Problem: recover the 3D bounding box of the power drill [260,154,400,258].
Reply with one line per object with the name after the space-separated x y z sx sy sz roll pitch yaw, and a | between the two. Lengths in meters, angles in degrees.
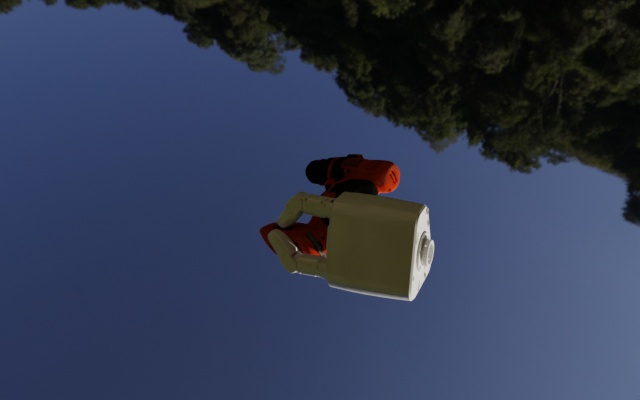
0.000 0.003 0.698 0.184 0.057 0.187 6 46 50 | power drill
